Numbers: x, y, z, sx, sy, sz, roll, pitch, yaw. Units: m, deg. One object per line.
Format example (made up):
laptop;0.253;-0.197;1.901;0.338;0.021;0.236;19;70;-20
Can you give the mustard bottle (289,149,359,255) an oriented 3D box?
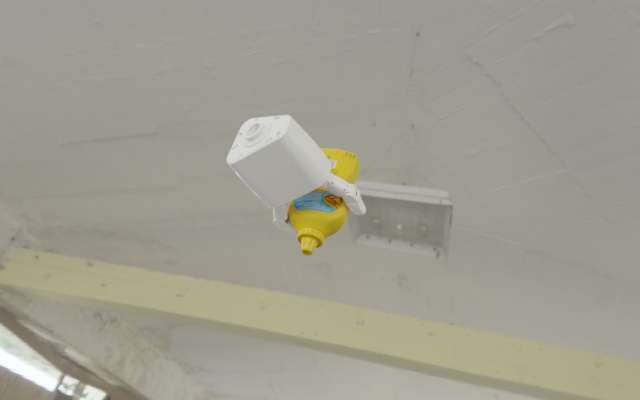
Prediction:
mustard bottle;0.000;0.003;0.769;0.096;0.191;0.058;5;-37;14
